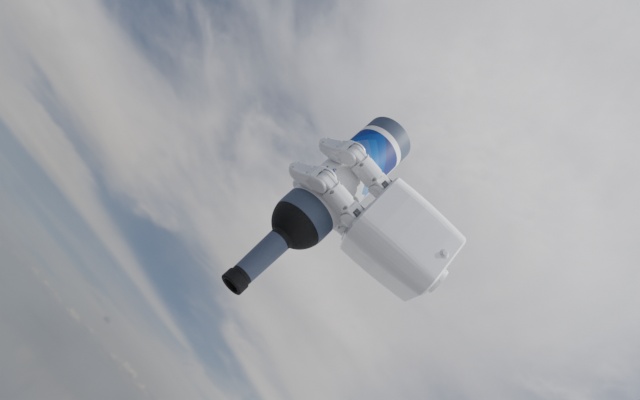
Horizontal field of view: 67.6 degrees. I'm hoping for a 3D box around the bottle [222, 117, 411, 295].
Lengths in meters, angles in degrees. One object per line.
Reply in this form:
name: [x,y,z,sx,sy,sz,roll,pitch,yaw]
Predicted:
bottle: [0.000,0.002,0.565,0.069,0.069,0.295,0,36,51]
